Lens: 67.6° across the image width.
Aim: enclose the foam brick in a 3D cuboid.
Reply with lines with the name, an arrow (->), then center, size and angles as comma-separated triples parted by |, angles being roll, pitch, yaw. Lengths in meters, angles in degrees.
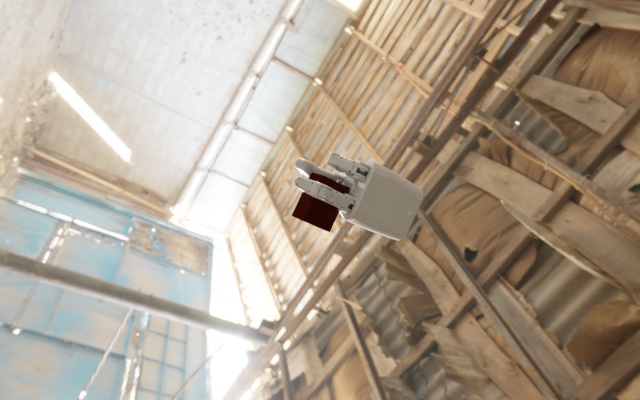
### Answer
foam brick -> 0.000, 0.003, 0.742 | 0.051, 0.078, 0.053 | 25, -1, -24
